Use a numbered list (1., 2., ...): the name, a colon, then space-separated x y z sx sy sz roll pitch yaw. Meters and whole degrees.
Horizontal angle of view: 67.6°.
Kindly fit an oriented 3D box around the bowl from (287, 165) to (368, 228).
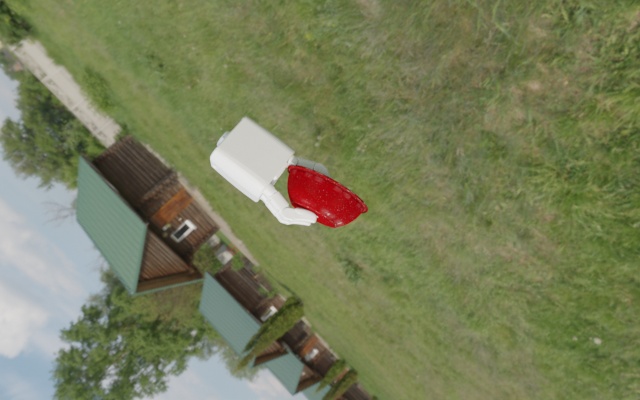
1. bowl: 0.001 0.004 0.838 0.162 0.055 0.162 27 -12 6
